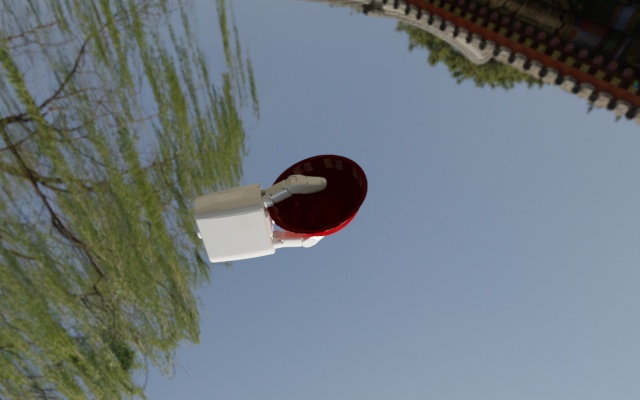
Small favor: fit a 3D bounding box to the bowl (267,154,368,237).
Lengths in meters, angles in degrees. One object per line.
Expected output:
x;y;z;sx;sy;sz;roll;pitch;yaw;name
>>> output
0.002;0.003;0.756;0.162;0.162;0.055;0;-39;20;bowl
